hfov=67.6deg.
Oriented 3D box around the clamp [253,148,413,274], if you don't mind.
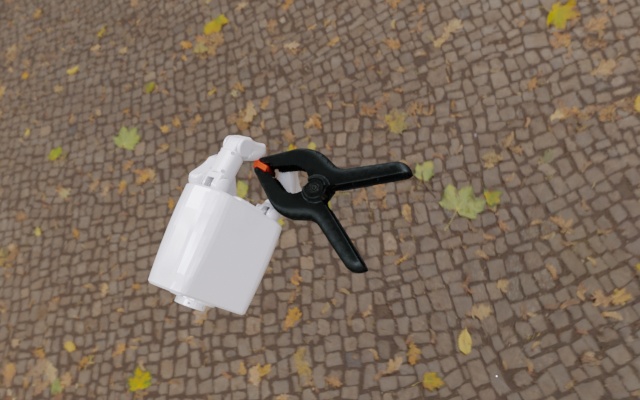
[{"bbox_3d":[0.000,0.001,0.503,0.171,0.120,0.039,14,-17,24],"label":"clamp"}]
